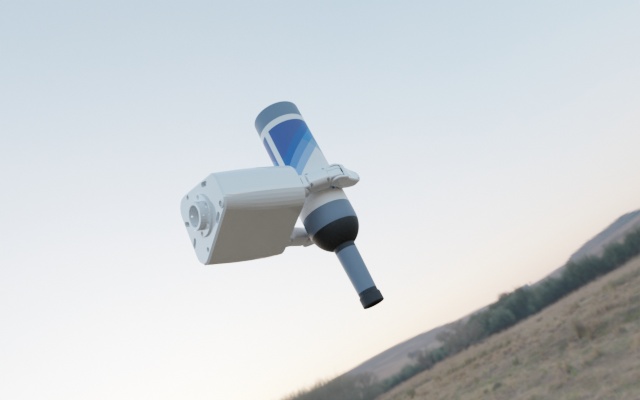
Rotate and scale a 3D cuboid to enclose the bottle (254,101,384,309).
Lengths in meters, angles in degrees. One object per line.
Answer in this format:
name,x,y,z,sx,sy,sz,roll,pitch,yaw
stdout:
bottle,0.000,0.002,0.617,0.069,0.295,0.069,-23,-24,-11
